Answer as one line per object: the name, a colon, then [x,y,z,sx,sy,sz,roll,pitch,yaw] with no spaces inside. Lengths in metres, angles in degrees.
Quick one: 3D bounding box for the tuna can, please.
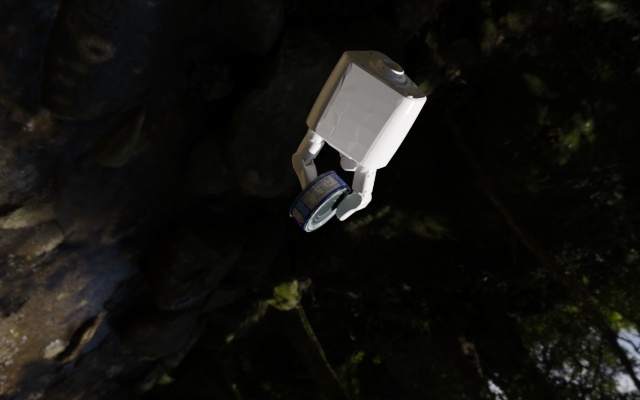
tuna can: [0.000,0.003,0.651,0.033,0.086,0.086,46,16,16]
